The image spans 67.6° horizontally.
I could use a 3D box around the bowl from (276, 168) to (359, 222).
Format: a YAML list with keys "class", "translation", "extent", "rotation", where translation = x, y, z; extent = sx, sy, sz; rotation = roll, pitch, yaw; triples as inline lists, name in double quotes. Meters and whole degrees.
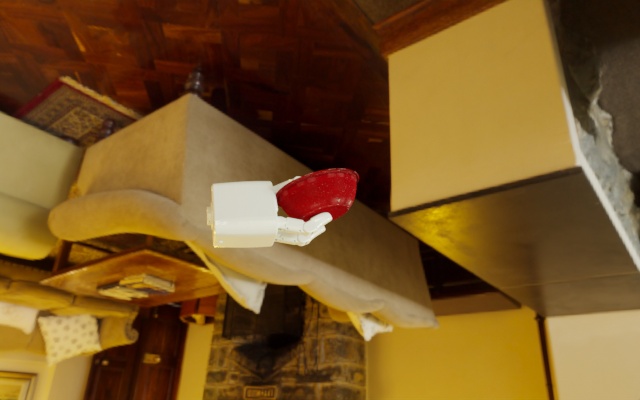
- class: "bowl"
  translation: [0.002, 0.003, 0.867]
  extent: [0.162, 0.055, 0.162]
  rotation: [-15, -20, -6]
